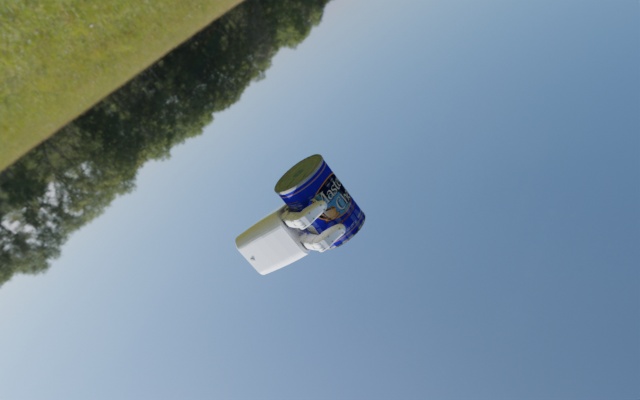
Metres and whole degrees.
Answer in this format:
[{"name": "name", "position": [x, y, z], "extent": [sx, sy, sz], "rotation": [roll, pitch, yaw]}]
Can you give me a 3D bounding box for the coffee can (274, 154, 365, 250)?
[{"name": "coffee can", "position": [0.000, 0.003, 0.854], "extent": [0.103, 0.140, 0.102], "rotation": [-32, 22, 15]}]
